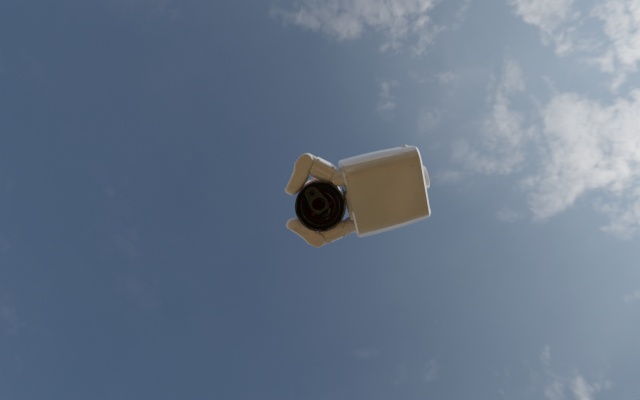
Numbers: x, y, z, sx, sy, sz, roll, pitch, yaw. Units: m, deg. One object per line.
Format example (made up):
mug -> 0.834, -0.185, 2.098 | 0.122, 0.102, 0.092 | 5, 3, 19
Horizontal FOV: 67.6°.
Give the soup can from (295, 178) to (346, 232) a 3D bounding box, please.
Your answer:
soup can -> 0.000, 0.002, 0.681 | 0.068, 0.068, 0.102 | 0, 7, 0
